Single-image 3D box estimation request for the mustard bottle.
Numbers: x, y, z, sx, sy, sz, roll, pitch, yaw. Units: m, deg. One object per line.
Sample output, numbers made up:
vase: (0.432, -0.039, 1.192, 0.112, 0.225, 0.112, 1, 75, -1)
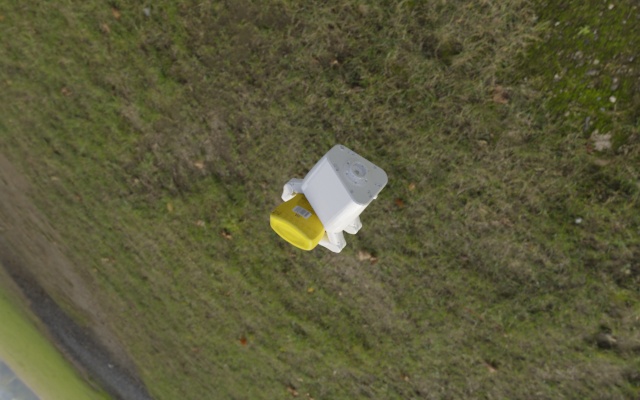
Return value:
mustard bottle: (0.000, 0.003, 0.888, 0.096, 0.058, 0.191, 29, 51, 21)
